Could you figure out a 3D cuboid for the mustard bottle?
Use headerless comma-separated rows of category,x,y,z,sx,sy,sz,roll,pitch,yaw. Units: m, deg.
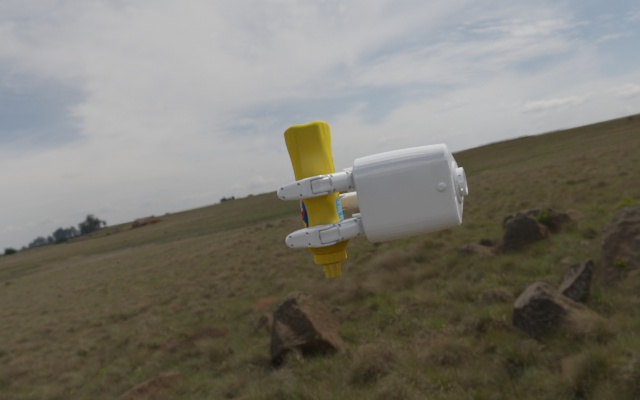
mustard bottle,0.000,0.002,0.596,0.058,0.191,0.096,-11,1,-2
